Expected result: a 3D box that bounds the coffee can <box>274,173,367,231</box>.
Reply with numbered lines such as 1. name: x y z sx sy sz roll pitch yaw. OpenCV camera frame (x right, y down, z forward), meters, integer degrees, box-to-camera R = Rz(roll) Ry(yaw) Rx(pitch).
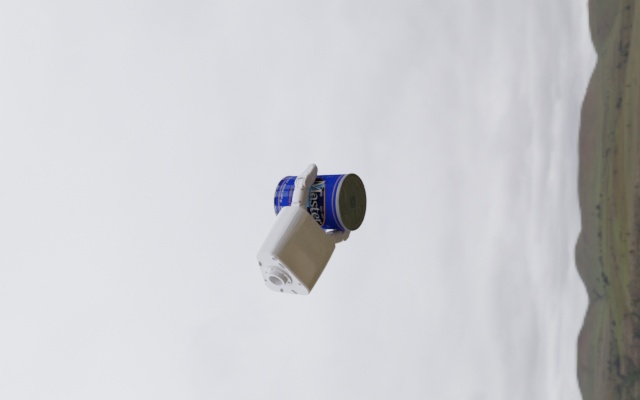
1. coffee can: 0.000 0.003 0.879 0.140 0.103 0.103 0 0 33
